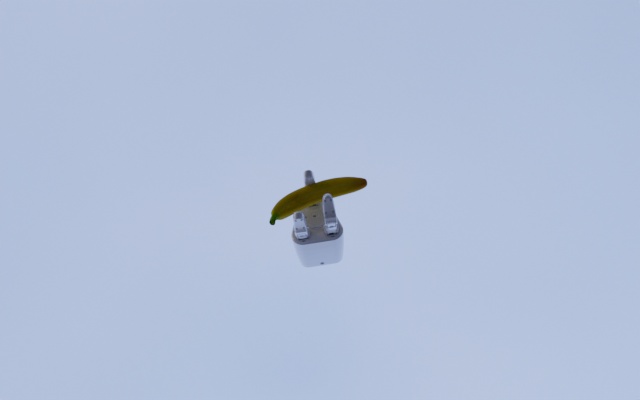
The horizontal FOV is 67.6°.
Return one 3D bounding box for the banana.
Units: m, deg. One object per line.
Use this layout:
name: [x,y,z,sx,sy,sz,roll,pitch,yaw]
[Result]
banana: [-0.011,-0.004,0.874,0.198,0.037,0.069,-24,36,-16]
